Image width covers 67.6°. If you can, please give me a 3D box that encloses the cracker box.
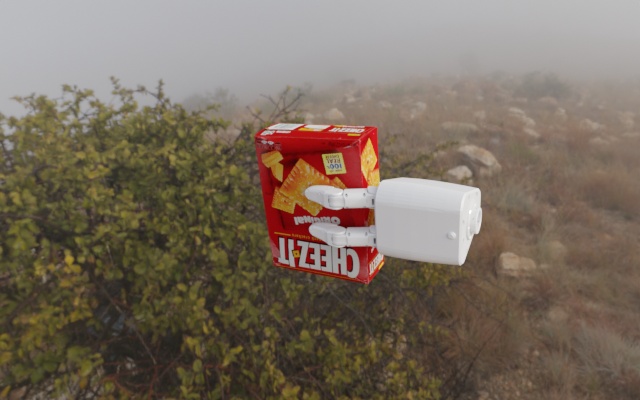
[{"bbox_3d":[0.000,0.002,0.683,0.164,0.214,0.072,7,26,27],"label":"cracker box"}]
